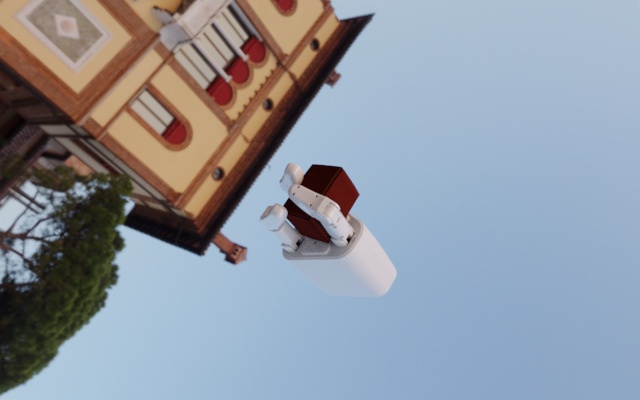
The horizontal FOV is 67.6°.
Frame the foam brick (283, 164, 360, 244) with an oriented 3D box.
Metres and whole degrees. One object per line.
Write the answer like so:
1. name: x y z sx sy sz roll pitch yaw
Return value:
1. foam brick: 0.000 0.002 0.578 0.053 0.078 0.051 13 -28 46
